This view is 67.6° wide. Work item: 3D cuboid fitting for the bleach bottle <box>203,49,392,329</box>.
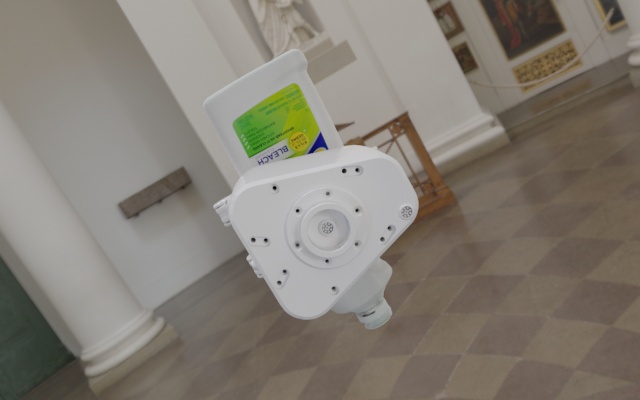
[{"bbox_3d":[0.000,0.001,0.433,0.102,0.251,0.068,-30,9,-2],"label":"bleach bottle"}]
